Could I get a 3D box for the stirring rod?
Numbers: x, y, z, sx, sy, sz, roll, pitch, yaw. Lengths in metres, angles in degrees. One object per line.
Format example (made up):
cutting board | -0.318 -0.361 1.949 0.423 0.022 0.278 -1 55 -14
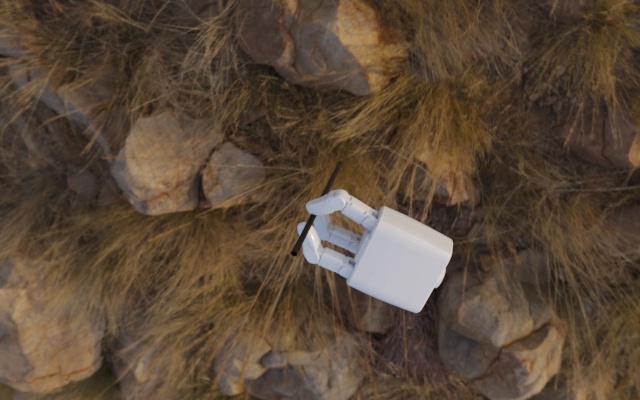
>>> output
stirring rod | 0.000 0.002 0.676 0.011 0.011 0.239 0 31 18
